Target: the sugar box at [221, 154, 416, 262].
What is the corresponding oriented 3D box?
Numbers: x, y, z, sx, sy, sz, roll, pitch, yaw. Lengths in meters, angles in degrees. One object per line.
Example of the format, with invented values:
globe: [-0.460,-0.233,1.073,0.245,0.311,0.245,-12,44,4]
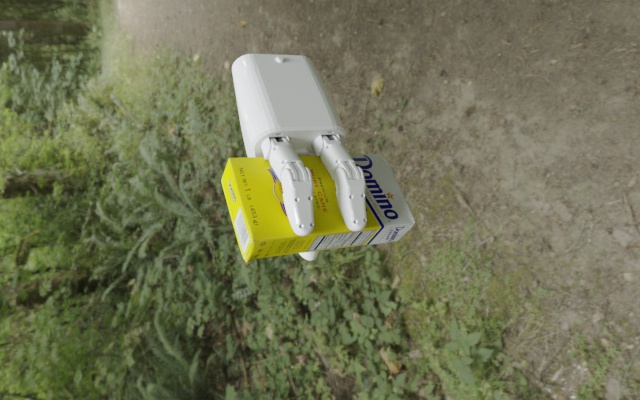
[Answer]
sugar box: [0.000,0.001,0.474,0.176,0.093,0.048,-7,-30,-26]
